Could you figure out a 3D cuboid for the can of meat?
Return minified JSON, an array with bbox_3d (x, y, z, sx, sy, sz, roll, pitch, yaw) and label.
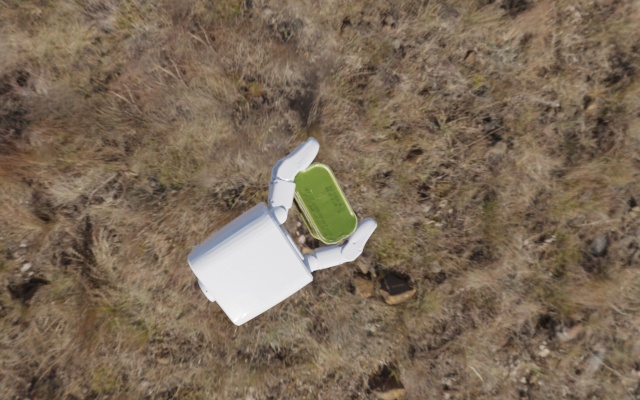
[{"bbox_3d":[0.000,0.002,0.595,0.057,0.102,0.084,-29,5,-5],"label":"can of meat"}]
